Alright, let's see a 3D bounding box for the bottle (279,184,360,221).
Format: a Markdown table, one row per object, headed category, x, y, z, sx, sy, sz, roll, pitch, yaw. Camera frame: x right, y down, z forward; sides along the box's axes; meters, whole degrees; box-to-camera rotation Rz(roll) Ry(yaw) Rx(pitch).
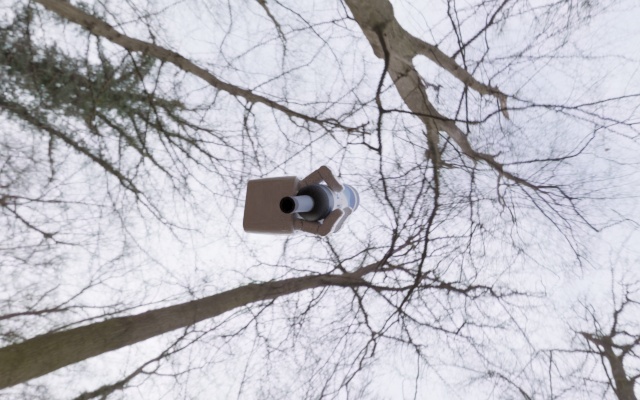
| category | x | y | z | sx | sy | sz | roll | pitch | yaw |
| --- | --- | --- | --- | --- | --- | --- | --- | --- | --- |
| bottle | 0.000 | 0.003 | 0.880 | 0.069 | 0.069 | 0.295 | 0 | 2 | 21 |
